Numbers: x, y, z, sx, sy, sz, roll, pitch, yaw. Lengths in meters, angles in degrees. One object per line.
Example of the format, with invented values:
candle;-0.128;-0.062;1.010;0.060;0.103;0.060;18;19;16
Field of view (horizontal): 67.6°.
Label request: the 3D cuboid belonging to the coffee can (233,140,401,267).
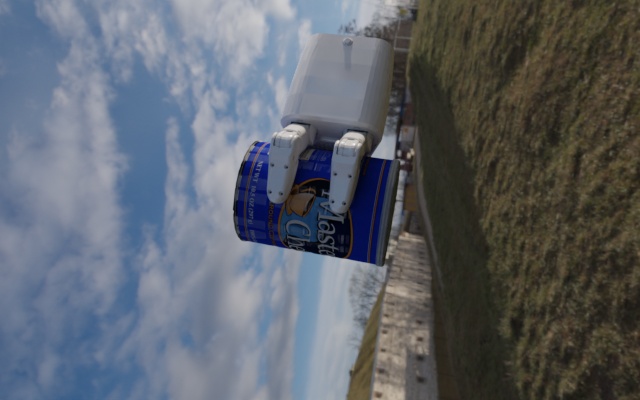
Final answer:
coffee can;0.000;0.002;0.464;0.140;0.103;0.103;9;2;10
